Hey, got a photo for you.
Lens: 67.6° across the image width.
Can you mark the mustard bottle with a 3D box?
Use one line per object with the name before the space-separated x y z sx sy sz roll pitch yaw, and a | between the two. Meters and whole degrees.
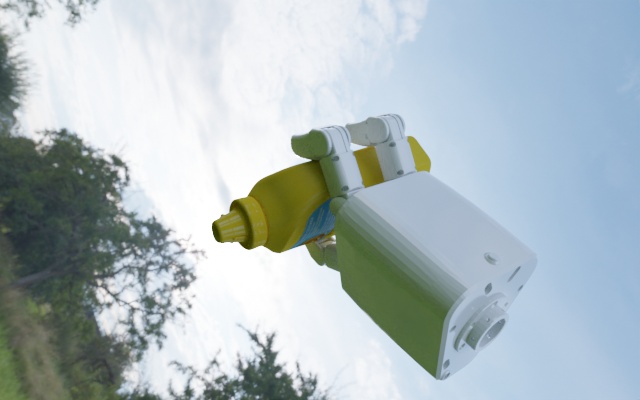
mustard bottle | 0.000 0.001 0.403 0.191 0.058 0.096 -17 -23 -33
